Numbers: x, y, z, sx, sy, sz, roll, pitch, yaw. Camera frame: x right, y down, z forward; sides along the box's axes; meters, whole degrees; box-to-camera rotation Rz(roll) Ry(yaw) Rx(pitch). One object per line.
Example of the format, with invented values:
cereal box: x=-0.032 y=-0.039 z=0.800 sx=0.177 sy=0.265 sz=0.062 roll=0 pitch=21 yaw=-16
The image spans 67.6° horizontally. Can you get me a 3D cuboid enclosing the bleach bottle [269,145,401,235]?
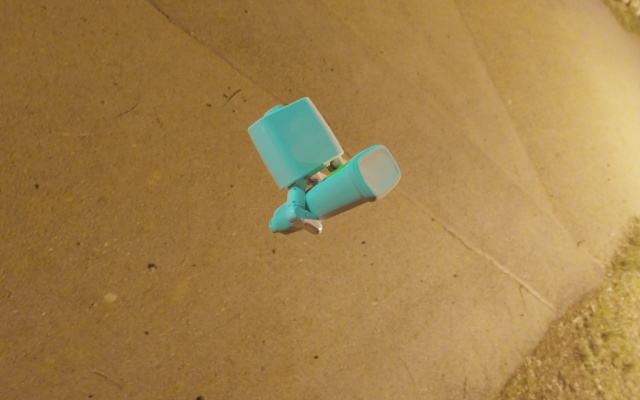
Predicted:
bleach bottle: x=0.000 y=0.002 z=0.737 sx=0.251 sy=0.068 sz=0.102 roll=-29 pitch=4 yaw=41
